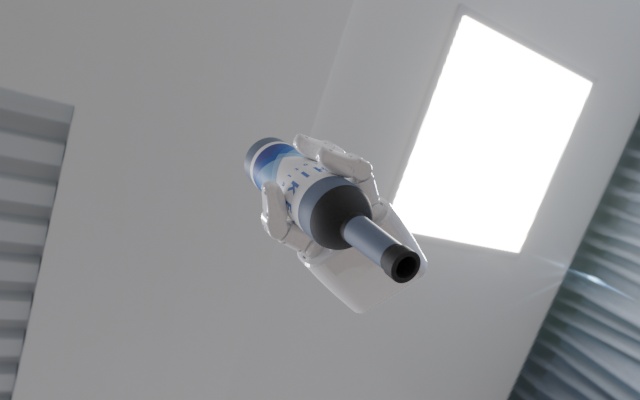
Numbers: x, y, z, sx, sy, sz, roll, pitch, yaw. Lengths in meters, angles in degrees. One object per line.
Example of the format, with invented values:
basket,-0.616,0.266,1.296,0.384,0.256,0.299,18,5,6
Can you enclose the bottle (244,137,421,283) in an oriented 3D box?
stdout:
bottle,0.000,0.001,0.484,0.069,0.069,0.295,0,20,-28
